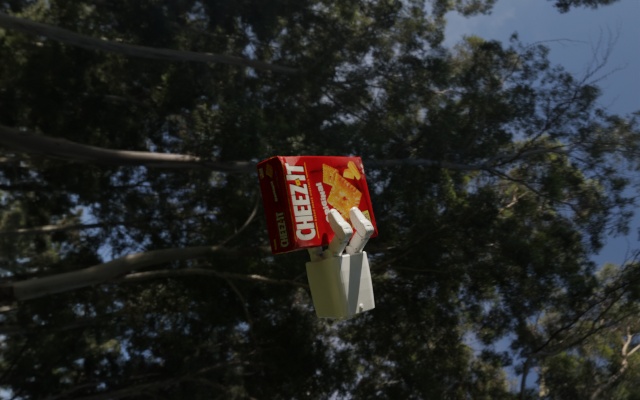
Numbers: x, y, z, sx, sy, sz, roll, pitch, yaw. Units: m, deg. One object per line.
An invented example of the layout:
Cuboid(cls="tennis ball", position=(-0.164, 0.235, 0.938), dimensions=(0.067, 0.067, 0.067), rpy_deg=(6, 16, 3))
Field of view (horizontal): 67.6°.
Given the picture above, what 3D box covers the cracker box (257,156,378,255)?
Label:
Cuboid(cls="cracker box", position=(0.000, 0.003, 0.883), dimensions=(0.213, 0.164, 0.072), rpy_deg=(-4, -10, -43))
